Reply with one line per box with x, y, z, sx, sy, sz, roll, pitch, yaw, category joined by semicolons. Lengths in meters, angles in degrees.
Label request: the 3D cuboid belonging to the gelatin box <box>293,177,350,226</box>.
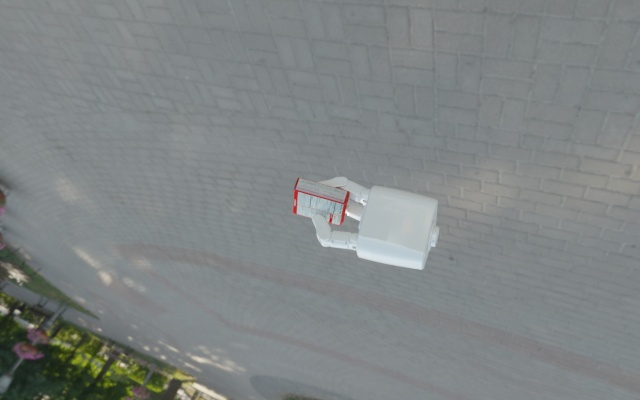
0.000;0.003;0.792;0.089;0.030;0.073;15;-32;4;gelatin box
